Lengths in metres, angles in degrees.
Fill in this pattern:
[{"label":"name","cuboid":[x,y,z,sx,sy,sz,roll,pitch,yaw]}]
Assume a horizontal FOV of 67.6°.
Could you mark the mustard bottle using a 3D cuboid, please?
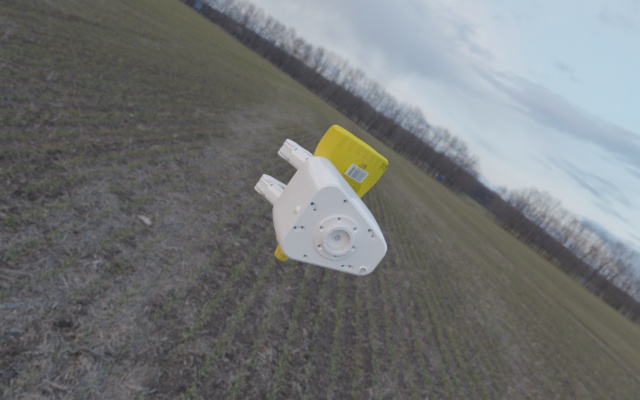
[{"label":"mustard bottle","cuboid":[0.000,0.002,0.630,0.096,0.191,0.058,27,14,-40]}]
